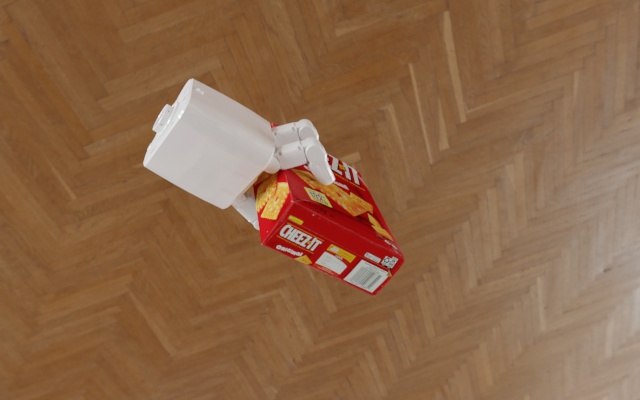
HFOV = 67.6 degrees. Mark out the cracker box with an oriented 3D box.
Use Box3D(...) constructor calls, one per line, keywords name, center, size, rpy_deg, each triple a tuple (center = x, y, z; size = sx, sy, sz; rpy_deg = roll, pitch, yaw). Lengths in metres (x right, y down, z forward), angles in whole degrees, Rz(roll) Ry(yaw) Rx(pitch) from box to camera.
Box3D(name="cracker box", center=(0.000, 0.002, 0.606), size=(0.164, 0.072, 0.213), rpy_deg=(28, 22, -26))
